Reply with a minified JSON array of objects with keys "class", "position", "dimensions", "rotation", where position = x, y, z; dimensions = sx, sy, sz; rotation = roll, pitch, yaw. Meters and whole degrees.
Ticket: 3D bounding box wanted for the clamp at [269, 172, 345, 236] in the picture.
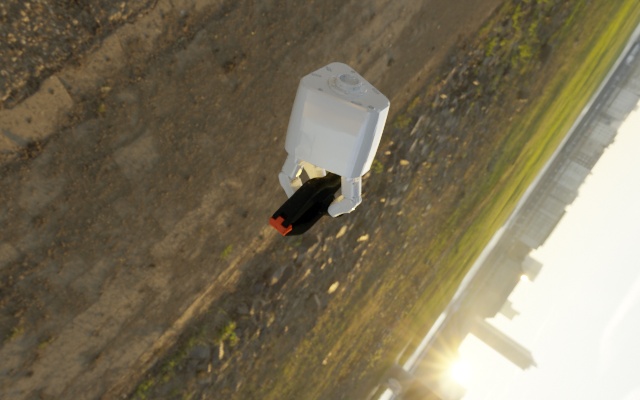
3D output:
[{"class":"clamp","position":[0.000,0.003,0.710],"dimensions":[0.036,0.165,0.210],"rotation":[36,47,19]}]
